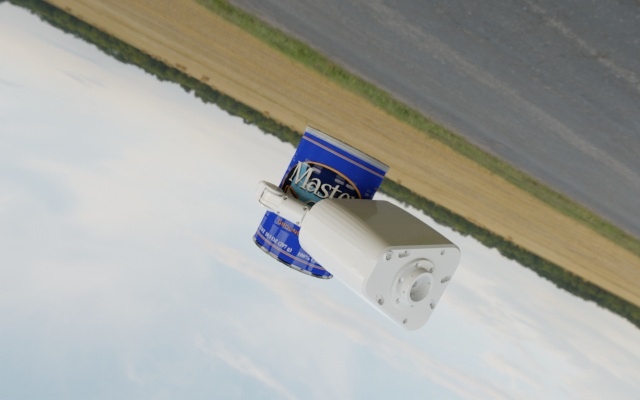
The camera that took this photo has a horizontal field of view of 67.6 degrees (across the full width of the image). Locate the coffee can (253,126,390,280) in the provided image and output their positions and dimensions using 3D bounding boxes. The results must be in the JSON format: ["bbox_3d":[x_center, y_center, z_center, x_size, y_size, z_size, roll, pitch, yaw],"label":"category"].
[{"bbox_3d":[0.000,0.002,0.535,0.103,0.140,0.103,27,6,-3],"label":"coffee can"}]
